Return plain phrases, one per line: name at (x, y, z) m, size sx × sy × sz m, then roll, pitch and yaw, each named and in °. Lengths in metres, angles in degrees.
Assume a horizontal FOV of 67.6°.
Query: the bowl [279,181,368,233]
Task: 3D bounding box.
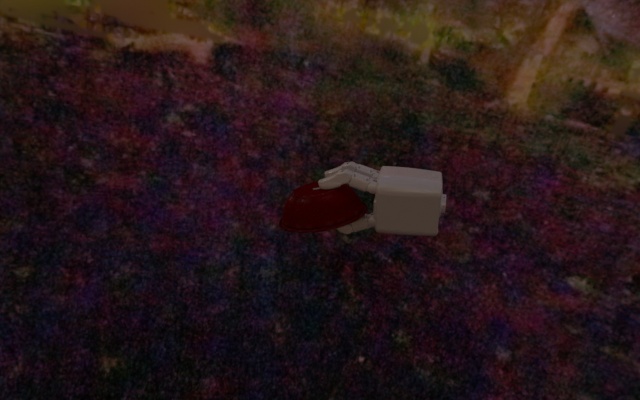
bowl at (-0.001, 0.003, 0.847) m, size 0.162 × 0.055 × 0.162 m, roll -11°, pitch 17°, yaw 3°
